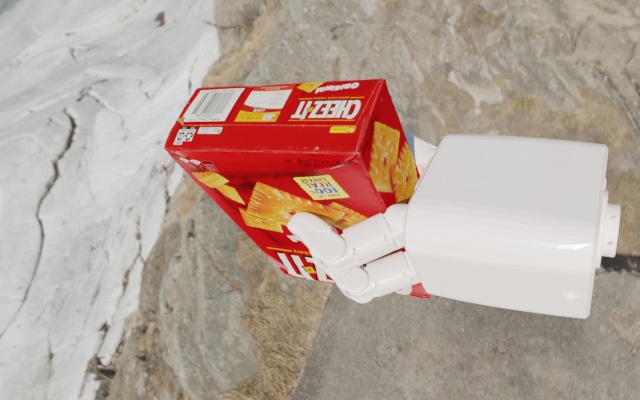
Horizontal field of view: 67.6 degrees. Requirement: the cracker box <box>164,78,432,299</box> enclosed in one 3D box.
[{"bbox_3d":[0.000,0.001,0.401,0.164,0.072,0.214,5,-32,29],"label":"cracker box"}]
